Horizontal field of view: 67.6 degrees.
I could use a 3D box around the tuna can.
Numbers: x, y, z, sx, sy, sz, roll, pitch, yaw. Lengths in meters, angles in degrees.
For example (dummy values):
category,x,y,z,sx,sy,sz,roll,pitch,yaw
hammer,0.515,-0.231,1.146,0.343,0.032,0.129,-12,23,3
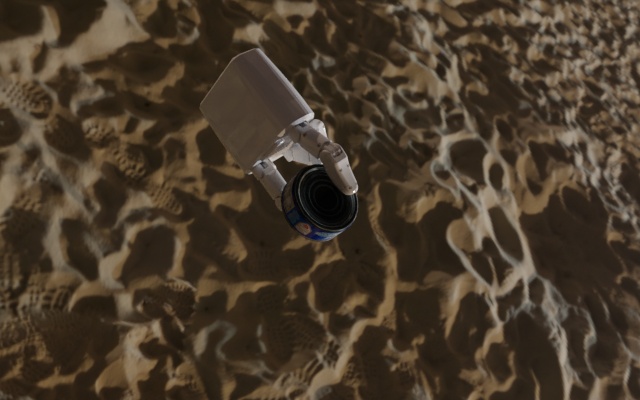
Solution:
category,x,y,z,sx,sy,sz,roll,pitch,yaw
tuna can,0.000,0.002,0.548,0.086,0.086,0.034,0,-22,-32
